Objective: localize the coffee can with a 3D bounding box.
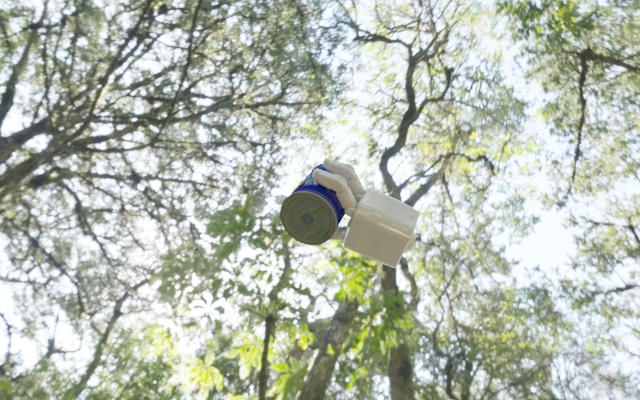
[{"bbox_3d":[0.000,0.003,0.870,0.103,0.103,0.140,0,26,21],"label":"coffee can"}]
